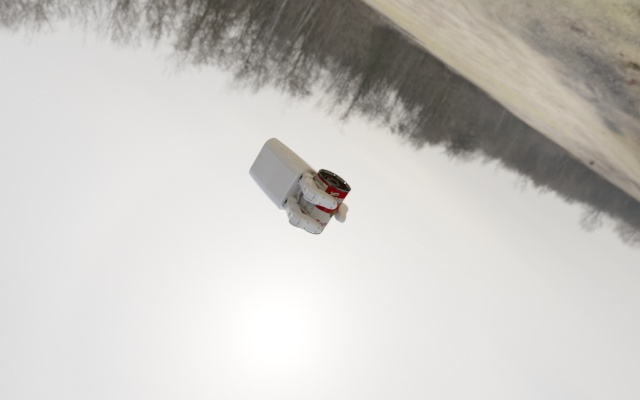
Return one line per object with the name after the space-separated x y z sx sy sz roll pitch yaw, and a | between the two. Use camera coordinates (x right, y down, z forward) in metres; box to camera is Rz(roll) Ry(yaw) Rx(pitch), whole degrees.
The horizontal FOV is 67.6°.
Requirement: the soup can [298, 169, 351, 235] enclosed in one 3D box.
0.000 0.003 0.866 0.068 0.102 0.068 29 20 -12 | soup can
